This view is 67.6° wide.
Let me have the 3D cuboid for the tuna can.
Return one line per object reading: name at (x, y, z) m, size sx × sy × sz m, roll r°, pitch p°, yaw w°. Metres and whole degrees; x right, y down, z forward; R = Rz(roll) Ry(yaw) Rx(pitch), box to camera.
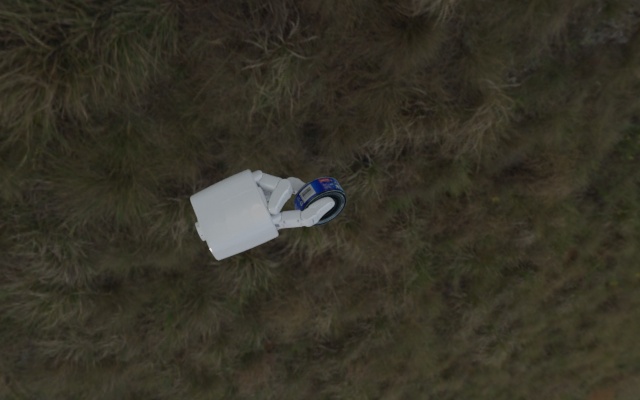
tuna can at (0.000, 0.003, 0.796) m, size 0.086 × 0.086 × 0.033 m, roll 0°, pitch 43°, yaw -37°
